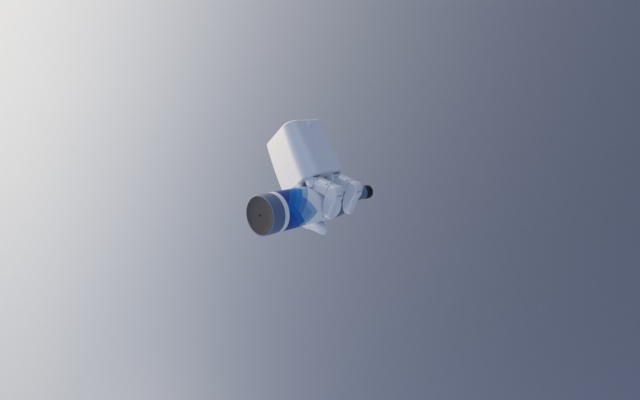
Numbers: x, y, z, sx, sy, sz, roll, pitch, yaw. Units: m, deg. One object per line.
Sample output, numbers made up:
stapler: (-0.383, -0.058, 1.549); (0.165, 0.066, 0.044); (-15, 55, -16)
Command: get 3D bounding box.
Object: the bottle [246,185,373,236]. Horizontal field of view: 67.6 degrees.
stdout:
bottle: (0.000, 0.003, 0.856); (0.069, 0.069, 0.295); (0, 8, 41)
